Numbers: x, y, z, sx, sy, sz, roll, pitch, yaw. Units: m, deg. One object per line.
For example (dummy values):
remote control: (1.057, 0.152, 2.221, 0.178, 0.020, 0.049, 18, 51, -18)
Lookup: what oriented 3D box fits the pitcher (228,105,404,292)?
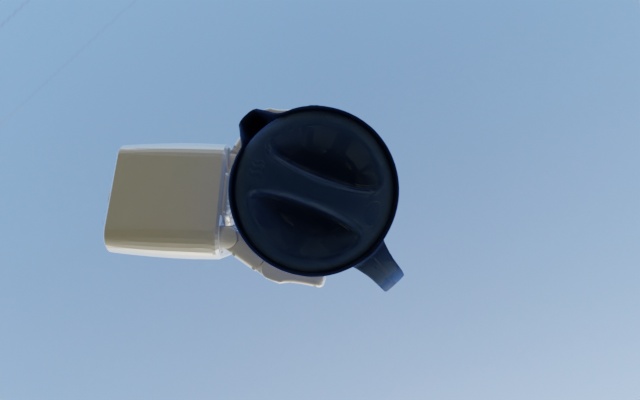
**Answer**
pitcher: (0.000, 0.002, 0.483, 0.145, 0.149, 0.243, 2, 0, 0)
